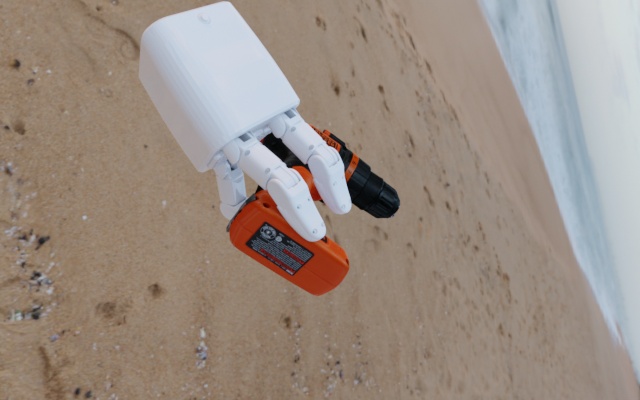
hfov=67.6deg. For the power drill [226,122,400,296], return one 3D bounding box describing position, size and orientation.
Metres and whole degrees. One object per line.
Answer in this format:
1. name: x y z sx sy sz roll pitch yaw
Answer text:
1. power drill: 0.000 0.002 0.473 0.184 0.057 0.187 33 34 -12
